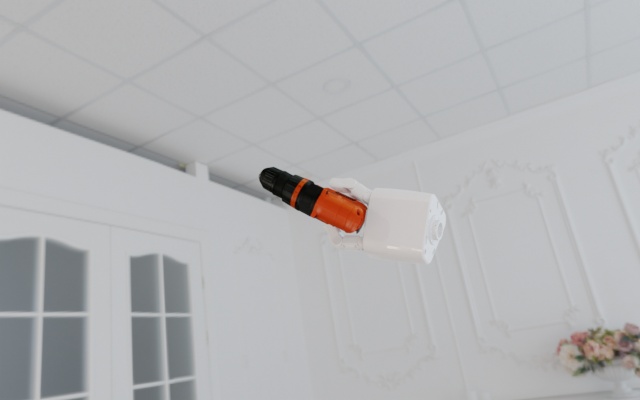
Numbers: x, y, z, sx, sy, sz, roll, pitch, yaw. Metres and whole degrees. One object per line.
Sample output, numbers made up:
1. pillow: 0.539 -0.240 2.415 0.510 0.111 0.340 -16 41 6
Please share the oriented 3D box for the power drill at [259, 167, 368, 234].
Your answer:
1. power drill: 0.001 0.003 0.822 0.184 0.057 0.187 28 5 17
